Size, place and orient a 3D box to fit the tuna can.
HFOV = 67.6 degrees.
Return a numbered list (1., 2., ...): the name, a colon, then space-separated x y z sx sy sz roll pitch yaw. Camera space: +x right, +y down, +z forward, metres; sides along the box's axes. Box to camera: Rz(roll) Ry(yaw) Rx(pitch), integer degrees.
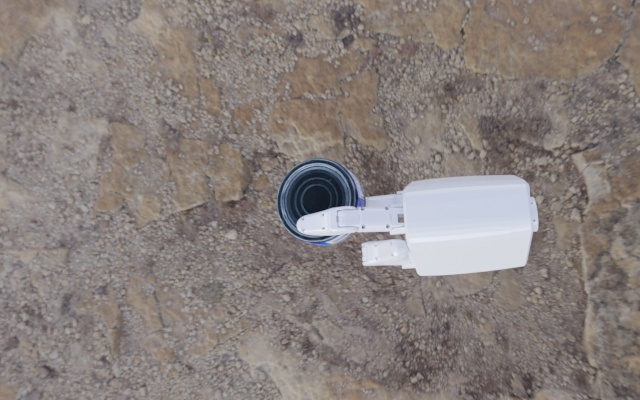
1. tuna can: 0.000 0.002 0.479 0.086 0.086 0.034 0 -8 20
